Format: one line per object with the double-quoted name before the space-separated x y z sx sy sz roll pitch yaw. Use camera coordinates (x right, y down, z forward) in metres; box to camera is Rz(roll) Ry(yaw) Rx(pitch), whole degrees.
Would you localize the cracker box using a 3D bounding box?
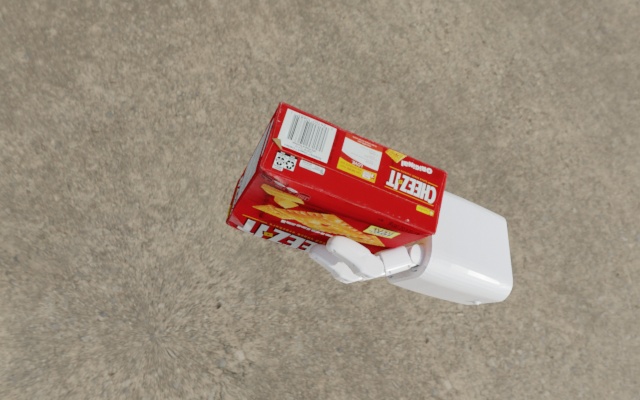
"cracker box" 0.000 0.001 0.494 0.164 0.072 0.214 21 -21 -13
